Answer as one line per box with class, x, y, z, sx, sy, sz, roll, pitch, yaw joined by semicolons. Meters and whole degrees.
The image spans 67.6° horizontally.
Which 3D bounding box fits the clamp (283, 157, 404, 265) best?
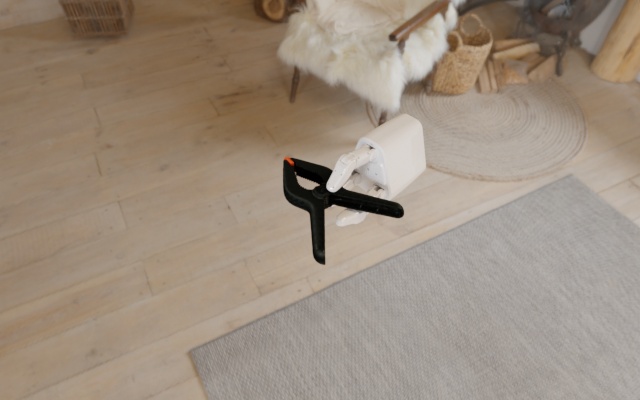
clamp;0.000;0.001;0.737;0.164;0.036;0.210;-34;56;-31
